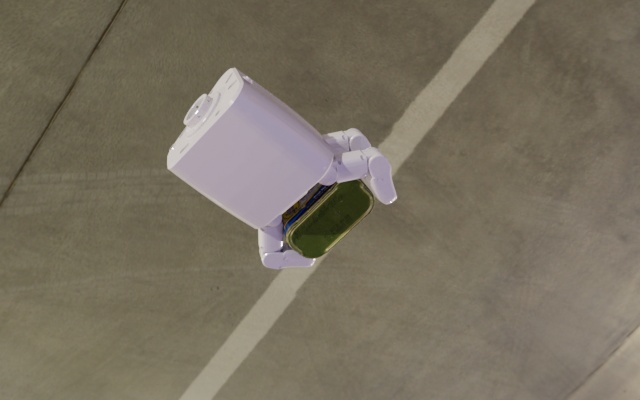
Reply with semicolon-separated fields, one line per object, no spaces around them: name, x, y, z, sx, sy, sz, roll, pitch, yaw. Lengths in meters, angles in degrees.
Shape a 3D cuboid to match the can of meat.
can of meat;0.000;0.002;0.505;0.057;0.102;0.084;41;9;-29
